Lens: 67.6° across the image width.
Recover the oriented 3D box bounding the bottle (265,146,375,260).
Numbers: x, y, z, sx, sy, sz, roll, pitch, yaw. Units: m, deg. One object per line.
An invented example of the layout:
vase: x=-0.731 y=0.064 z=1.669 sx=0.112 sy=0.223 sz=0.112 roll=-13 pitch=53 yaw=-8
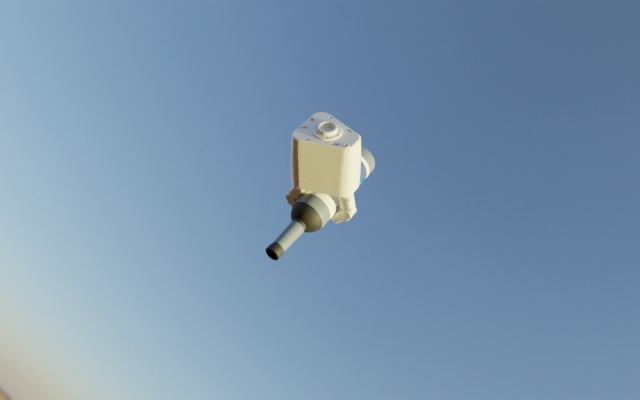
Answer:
bottle: x=0.000 y=0.003 z=0.876 sx=0.069 sy=0.069 sz=0.295 roll=0 pitch=36 yaw=43
